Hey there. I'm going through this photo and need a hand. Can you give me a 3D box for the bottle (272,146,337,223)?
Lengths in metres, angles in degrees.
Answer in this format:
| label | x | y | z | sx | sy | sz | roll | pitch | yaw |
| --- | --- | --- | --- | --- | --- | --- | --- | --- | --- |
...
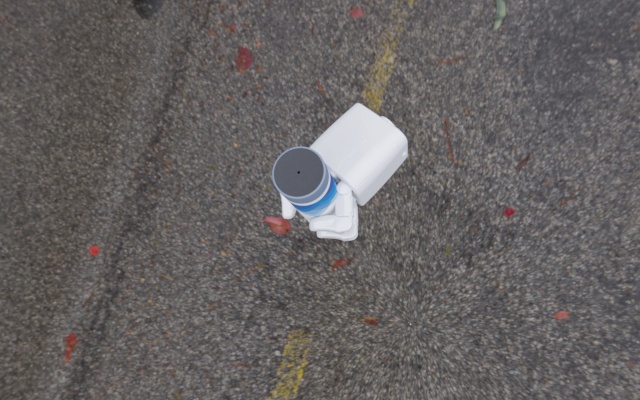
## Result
| label | x | y | z | sx | sy | sz | roll | pitch | yaw |
| --- | --- | --- | --- | --- | --- | --- | --- | --- | --- |
| bottle | 0.000 | 0.002 | 0.712 | 0.069 | 0.069 | 0.296 | 0 | -14 | 11 |
